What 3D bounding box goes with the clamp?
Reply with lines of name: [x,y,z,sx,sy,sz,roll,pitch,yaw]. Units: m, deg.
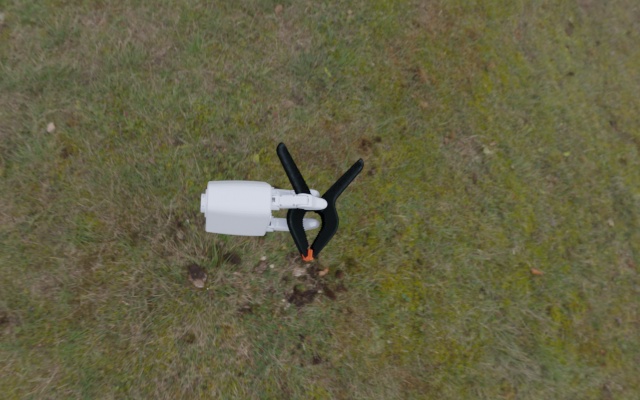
clamp: [0.000,0.003,0.856,0.164,0.210,0.036,3,-11,-13]
